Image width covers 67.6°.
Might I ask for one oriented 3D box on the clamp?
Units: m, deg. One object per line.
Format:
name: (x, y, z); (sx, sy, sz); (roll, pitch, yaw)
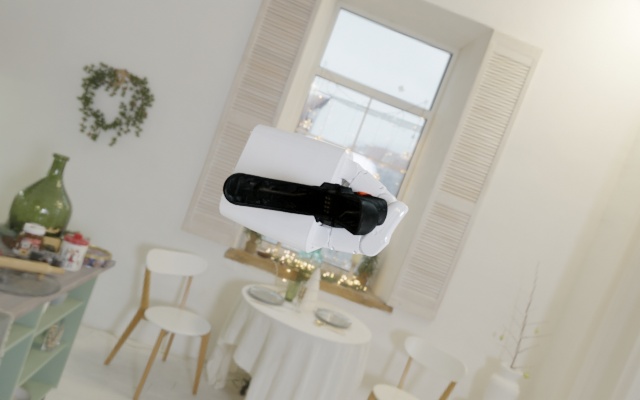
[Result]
clamp: (0.000, 0.001, 0.402); (0.120, 0.039, 0.171); (18, 3, 15)
